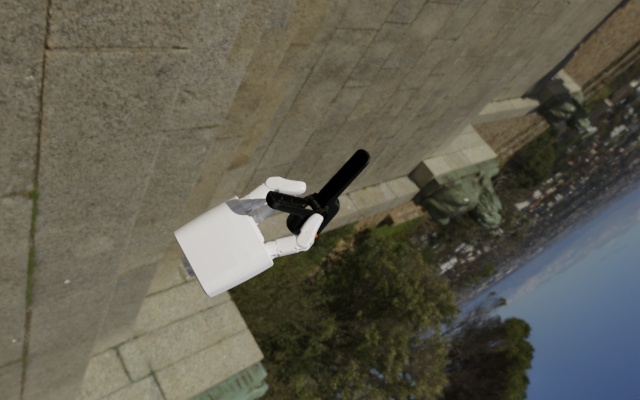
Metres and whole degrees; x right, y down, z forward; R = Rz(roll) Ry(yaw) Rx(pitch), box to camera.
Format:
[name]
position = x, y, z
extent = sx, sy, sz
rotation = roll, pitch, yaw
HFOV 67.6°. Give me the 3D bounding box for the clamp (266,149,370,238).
[clamp]
position = 0.000, 0.003, 0.745
extent = 0.164, 0.036, 0.210
rotation = -28, -21, -11
